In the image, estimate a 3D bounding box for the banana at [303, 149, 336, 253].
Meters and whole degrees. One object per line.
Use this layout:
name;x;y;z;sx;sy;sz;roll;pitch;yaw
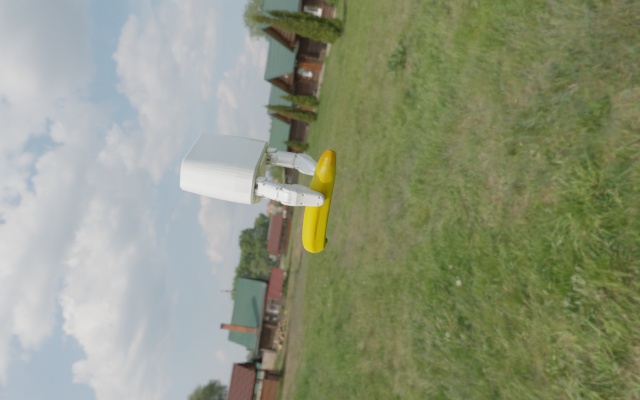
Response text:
banana;-0.004;0.017;0.717;0.037;0.198;0.069;11;43;5
